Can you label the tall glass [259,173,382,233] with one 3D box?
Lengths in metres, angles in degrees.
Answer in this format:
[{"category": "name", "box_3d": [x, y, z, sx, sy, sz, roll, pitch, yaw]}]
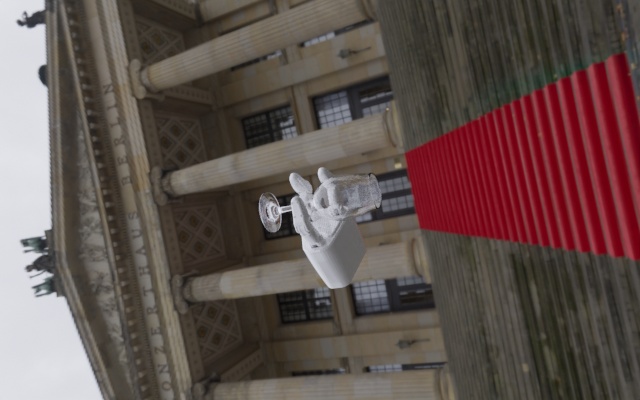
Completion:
[{"category": "tall glass", "box_3d": [-0.001, 0.003, 0.817, 0.201, 0.079, 0.079, -12, -5, 22]}]
